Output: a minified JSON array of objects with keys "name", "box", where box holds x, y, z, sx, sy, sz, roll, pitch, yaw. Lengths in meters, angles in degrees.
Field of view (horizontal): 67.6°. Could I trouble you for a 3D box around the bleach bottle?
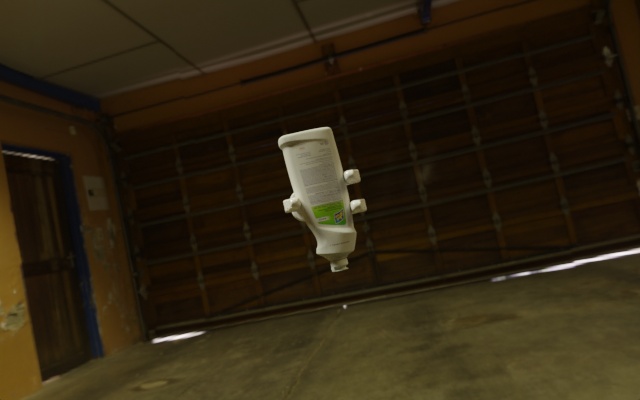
[{"name":"bleach bottle","box":[0.000,0.003,0.850,0.102,0.251,0.068,-12,-4,-3]}]
